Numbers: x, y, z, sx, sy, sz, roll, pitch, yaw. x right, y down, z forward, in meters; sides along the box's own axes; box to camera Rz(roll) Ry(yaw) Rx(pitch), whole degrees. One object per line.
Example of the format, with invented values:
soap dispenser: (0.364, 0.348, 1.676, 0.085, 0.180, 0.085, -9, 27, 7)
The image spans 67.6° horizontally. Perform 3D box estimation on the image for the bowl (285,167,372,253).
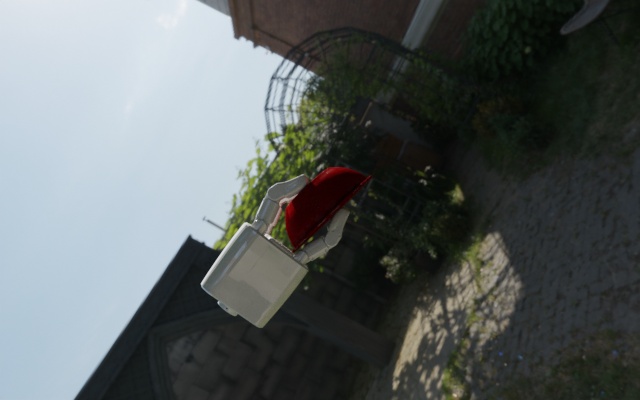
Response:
bowl: (0.001, 0.001, 0.699, 0.162, 0.055, 0.162, -43, -4, -3)
